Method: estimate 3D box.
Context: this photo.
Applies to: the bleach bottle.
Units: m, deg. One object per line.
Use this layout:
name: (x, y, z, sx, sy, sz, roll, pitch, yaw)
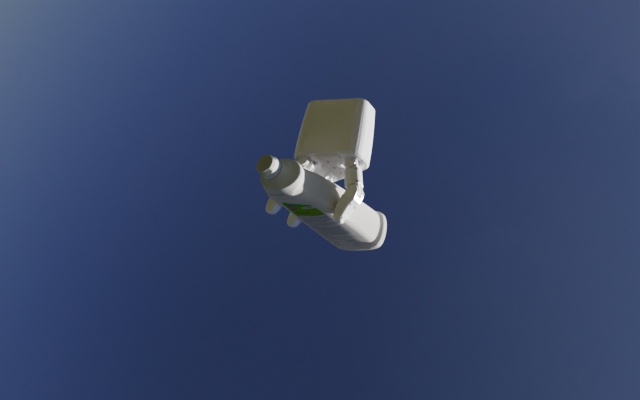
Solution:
bleach bottle: (0.000, 0.002, 0.732, 0.102, 0.068, 0.251, -7, -30, 35)
